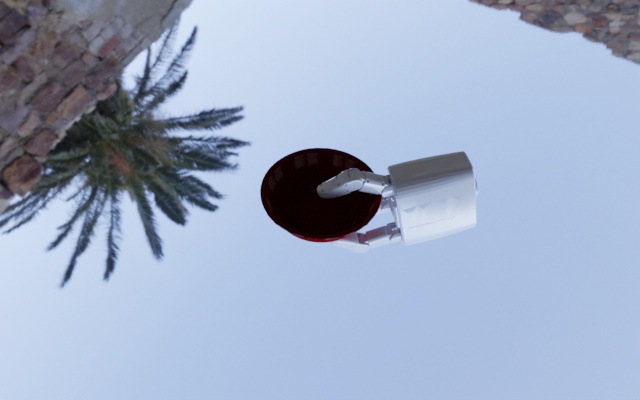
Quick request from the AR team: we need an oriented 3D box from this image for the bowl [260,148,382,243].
[{"bbox_3d":[-0.001,0.002,0.653,0.162,0.162,0.055,0,-40,-2],"label":"bowl"}]
